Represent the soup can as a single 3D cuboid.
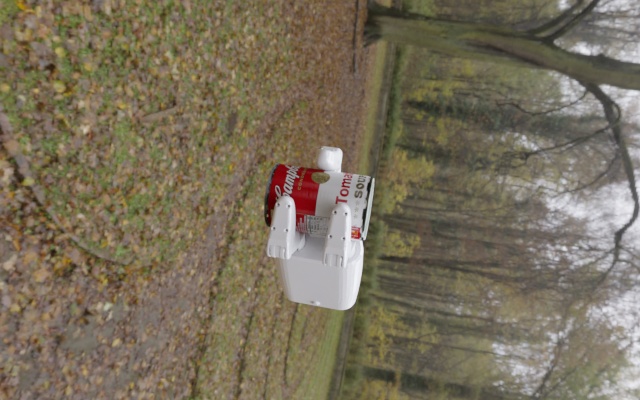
[{"bbox_3d":[0.000,0.001,0.493,0.102,0.068,0.068,9,1,9],"label":"soup can"}]
